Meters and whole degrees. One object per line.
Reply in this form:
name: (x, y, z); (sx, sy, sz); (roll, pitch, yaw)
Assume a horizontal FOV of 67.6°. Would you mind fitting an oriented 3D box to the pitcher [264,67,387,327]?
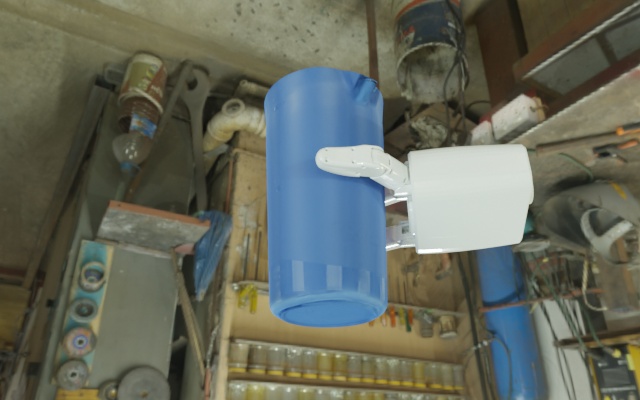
pitcher: (0.000, 0.002, 0.493); (0.145, 0.242, 0.149); (-5, -27, 9)
